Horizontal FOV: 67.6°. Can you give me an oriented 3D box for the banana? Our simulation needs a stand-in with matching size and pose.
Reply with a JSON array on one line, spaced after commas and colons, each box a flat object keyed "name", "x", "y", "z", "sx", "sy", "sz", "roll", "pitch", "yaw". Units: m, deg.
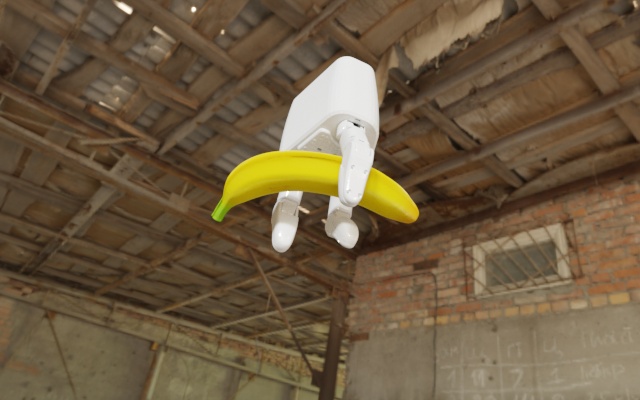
[{"name": "banana", "x": -0.003, "y": -0.014, "z": 0.447, "sx": 0.198, "sy": 0.070, "sz": 0.037, "roll": 2, "pitch": 37, "yaw": -2}]
